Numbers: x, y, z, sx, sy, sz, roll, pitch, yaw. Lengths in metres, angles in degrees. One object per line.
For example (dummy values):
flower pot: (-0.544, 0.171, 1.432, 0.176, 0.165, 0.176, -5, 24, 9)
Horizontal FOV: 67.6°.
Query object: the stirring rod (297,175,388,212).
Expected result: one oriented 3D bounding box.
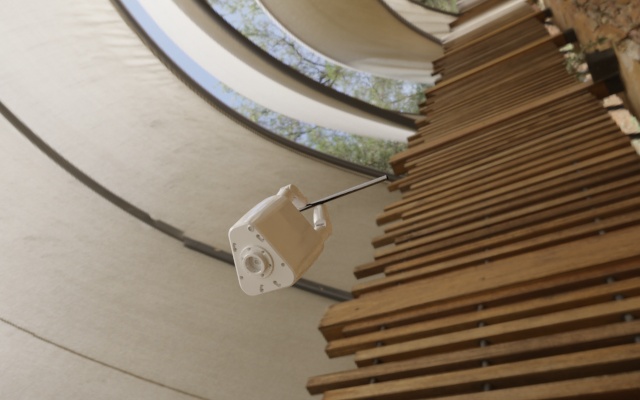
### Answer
stirring rod: (0.000, 0.002, 0.778, 0.239, 0.011, 0.011, -20, -9, 26)
